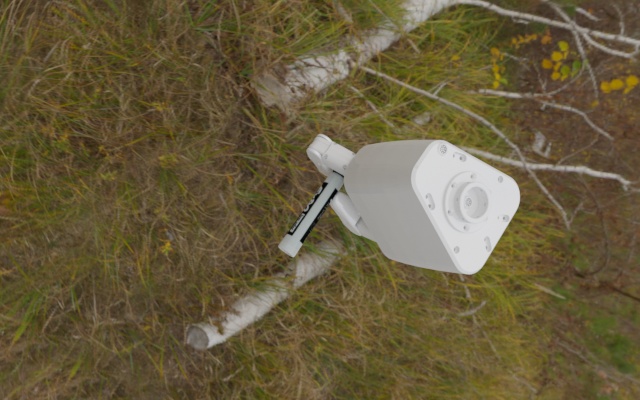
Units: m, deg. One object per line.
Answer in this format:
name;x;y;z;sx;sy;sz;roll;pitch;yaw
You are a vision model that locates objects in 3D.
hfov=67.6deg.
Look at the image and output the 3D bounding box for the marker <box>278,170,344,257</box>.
marker;0.000;0.002;0.474;0.020;0.121;0.020;33;-13;9
